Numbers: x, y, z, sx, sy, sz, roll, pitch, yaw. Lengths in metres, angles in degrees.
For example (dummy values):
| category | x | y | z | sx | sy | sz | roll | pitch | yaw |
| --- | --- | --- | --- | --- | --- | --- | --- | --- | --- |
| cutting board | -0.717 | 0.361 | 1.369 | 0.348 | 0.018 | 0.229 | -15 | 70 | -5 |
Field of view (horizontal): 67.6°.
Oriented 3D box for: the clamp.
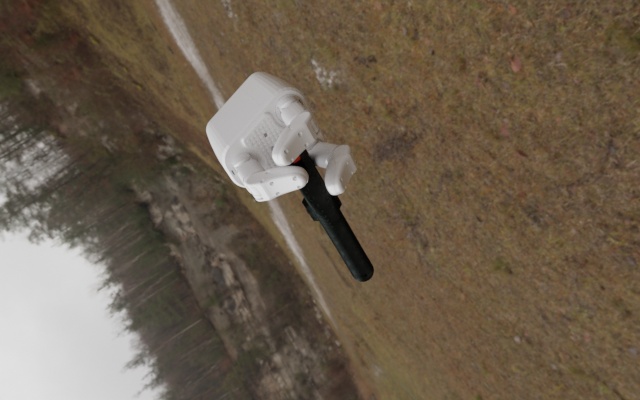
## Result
| category | x | y | z | sx | sy | sz | roll | pitch | yaw |
| --- | --- | --- | --- | --- | --- | --- | --- | --- | --- |
| clamp | 0.000 | 0.002 | 0.518 | 0.039 | 0.172 | 0.120 | -33 | 33 | -8 |
